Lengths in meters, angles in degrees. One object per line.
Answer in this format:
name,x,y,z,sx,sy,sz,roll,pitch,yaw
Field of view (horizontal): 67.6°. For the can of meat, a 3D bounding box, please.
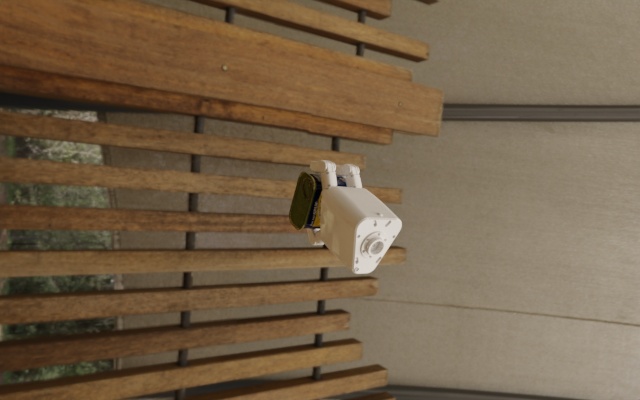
can of meat,0.000,0.003,0.860,0.084,0.102,0.057,4,22,-33
